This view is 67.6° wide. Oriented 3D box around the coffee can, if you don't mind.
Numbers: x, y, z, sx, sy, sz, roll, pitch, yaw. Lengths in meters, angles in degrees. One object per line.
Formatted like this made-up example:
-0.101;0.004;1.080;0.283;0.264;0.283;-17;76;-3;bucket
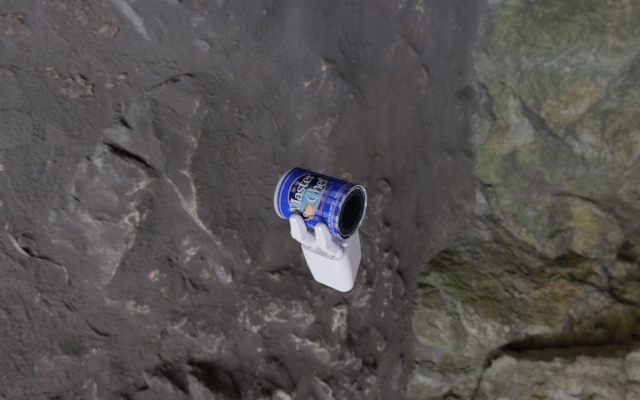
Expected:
0.000;0.003;0.883;0.140;0.103;0.103;18;9;30;coffee can
